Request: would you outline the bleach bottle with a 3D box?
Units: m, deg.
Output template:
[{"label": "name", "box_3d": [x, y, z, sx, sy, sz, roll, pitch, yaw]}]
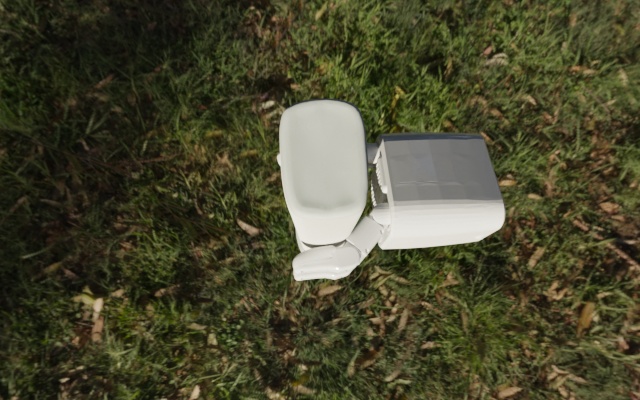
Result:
[{"label": "bleach bottle", "box_3d": [0.000, 0.002, 0.479, 0.068, 0.102, 0.251, -3, -15, -2]}]
